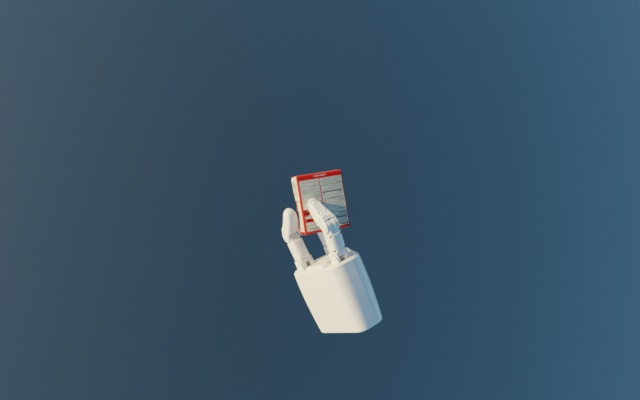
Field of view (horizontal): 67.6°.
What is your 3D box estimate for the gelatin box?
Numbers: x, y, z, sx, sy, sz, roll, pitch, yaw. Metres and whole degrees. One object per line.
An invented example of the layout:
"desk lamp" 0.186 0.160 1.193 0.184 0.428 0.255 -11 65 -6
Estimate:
"gelatin box" 0.000 0.002 0.720 0.073 0.089 0.030 -10 2 -20
